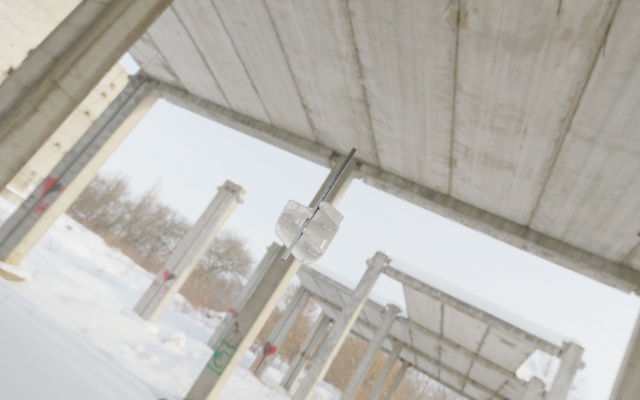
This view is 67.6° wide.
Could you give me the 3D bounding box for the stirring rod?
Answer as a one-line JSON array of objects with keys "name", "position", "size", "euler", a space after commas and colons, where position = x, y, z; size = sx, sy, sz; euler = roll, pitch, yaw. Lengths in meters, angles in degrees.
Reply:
[{"name": "stirring rod", "position": [0.000, 0.003, 0.831], "size": [0.011, 0.239, 0.011], "euler": [29, -18, 11]}]
